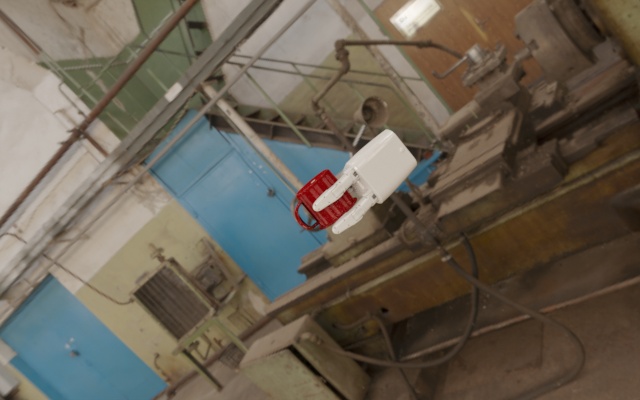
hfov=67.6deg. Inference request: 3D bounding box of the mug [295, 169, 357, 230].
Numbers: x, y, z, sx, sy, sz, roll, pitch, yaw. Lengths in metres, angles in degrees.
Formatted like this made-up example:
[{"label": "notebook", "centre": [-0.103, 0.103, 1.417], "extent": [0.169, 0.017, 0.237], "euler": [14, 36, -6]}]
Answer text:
[{"label": "mug", "centre": [-0.001, 0.004, 0.898], "extent": [0.117, 0.081, 0.093], "euler": [-43, 8, -16]}]
